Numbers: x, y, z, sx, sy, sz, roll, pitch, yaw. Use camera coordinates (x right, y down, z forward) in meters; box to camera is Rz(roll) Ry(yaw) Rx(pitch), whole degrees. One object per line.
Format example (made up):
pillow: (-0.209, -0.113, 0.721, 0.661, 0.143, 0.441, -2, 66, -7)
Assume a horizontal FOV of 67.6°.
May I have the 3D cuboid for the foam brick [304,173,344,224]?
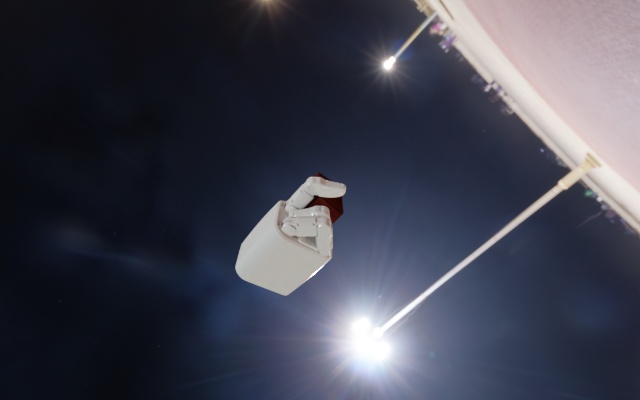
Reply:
foam brick: (0.000, 0.002, 0.761, 0.053, 0.051, 0.078, 37, 24, -18)
